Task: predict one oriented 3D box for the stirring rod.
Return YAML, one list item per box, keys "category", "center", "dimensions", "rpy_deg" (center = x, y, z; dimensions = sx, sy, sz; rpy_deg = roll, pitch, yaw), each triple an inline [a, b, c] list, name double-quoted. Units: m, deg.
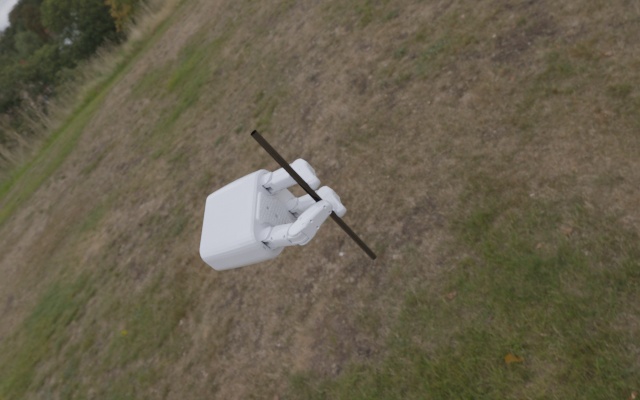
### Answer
- category: "stirring rod"
  center: [0.000, 0.002, 0.567]
  dimensions: [0.011, 0.011, 0.240]
  rpy_deg: [0, -38, 48]
